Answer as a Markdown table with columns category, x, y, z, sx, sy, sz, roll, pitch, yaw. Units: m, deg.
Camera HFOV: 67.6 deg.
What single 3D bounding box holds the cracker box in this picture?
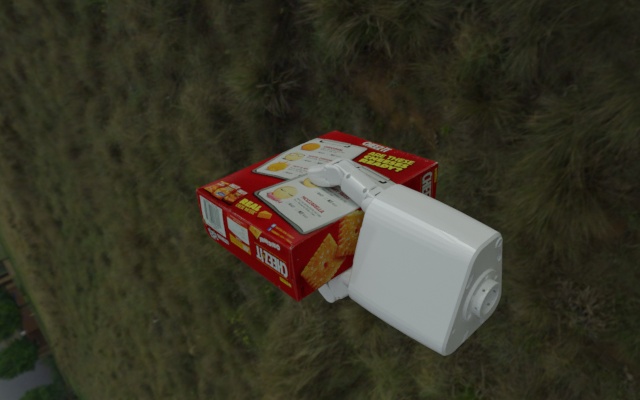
| category | x | y | z | sx | sy | sz | roll | pitch | yaw |
| --- | --- | --- | --- | --- | --- | --- | --- | --- | --- |
| cracker box | 0.000 | 0.002 | 0.530 | 0.213 | 0.072 | 0.164 | -27 | 37 | -35 |
